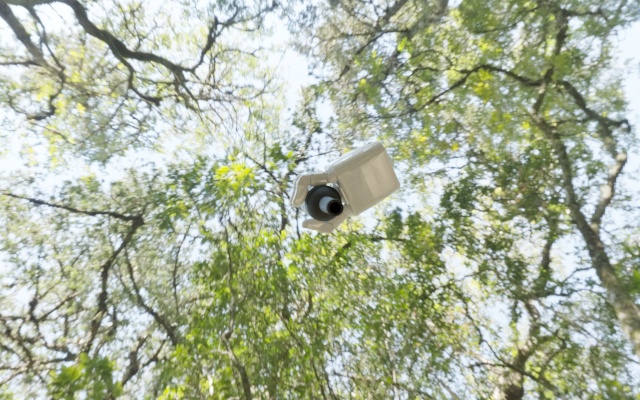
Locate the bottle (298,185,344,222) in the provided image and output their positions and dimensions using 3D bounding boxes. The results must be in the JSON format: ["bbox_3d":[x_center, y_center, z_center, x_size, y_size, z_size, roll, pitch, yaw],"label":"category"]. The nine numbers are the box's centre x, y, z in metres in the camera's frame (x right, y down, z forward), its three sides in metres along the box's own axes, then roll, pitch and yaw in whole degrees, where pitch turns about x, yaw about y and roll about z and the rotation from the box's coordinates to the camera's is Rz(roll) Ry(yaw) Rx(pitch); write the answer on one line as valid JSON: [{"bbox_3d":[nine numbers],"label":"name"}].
[{"bbox_3d":[0.000,0.003,0.899,0.069,0.069,0.295,0,3,-9],"label":"bottle"}]
